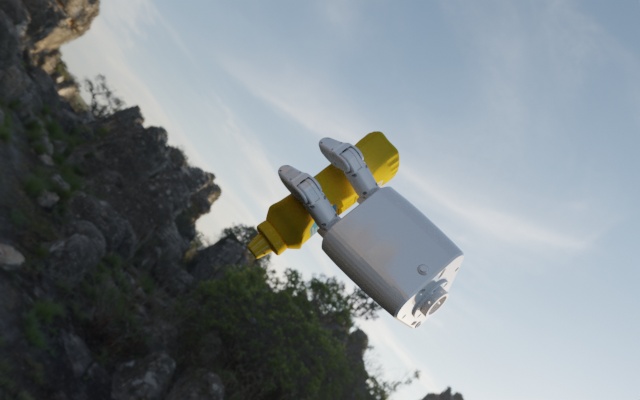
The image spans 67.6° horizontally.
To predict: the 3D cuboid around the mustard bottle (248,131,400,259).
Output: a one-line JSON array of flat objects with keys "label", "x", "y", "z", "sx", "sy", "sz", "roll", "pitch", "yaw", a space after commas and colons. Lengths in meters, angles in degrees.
[{"label": "mustard bottle", "x": 0.000, "y": 0.001, "z": 0.542, "sx": 0.191, "sy": 0.058, "sz": 0.096, "roll": -37, "pitch": -8, "yaw": -14}]
